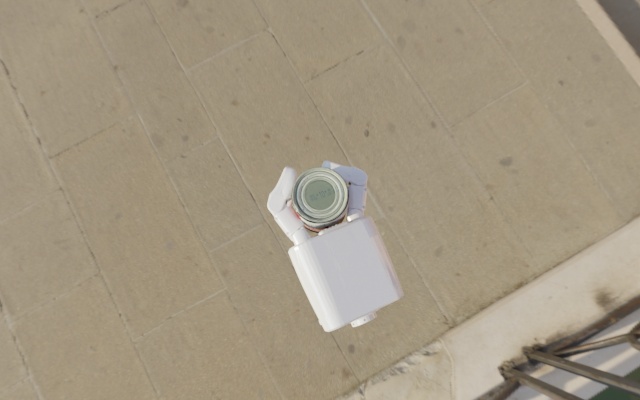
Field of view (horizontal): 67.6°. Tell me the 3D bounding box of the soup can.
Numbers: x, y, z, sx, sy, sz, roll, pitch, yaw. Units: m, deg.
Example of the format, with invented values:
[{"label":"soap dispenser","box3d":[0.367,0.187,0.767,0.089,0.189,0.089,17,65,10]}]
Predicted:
[{"label":"soup can","box3d":[0.000,0.001,0.590,0.068,0.068,0.102,0,-10,1]}]
